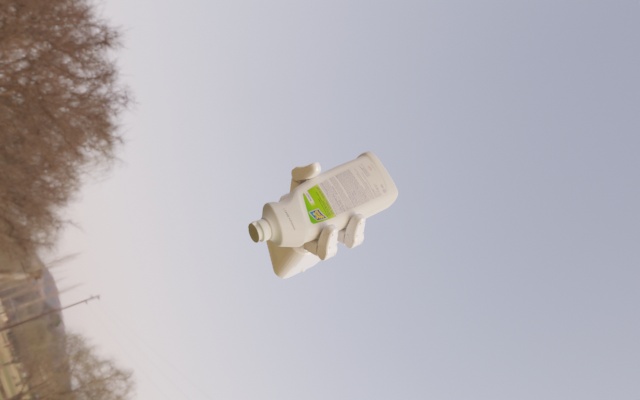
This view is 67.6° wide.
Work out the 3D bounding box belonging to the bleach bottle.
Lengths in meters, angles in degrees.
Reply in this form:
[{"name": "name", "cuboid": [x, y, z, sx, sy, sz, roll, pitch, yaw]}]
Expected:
[{"name": "bleach bottle", "cuboid": [0.000, 0.002, 0.729, 0.251, 0.102, 0.068, -20, -20, -35]}]
